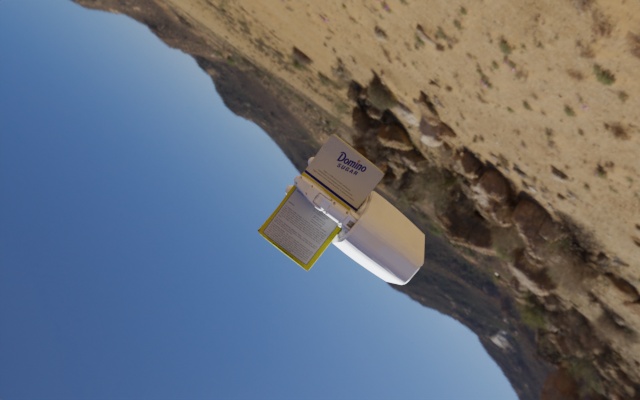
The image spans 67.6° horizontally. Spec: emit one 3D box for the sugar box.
[{"bbox_3d":[0.000,0.002,0.678,0.093,0.176,0.048,38,7,-3],"label":"sugar box"}]
